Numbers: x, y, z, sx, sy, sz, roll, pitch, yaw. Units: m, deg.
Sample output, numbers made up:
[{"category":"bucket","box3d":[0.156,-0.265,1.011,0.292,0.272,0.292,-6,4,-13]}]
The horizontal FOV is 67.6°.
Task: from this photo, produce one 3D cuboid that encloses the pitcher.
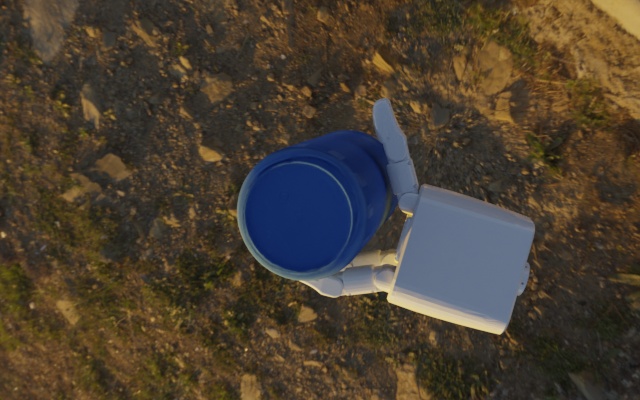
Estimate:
[{"category":"pitcher","box3d":[0.000,0.002,0.485,0.145,0.149,0.243,17,11,10]}]
